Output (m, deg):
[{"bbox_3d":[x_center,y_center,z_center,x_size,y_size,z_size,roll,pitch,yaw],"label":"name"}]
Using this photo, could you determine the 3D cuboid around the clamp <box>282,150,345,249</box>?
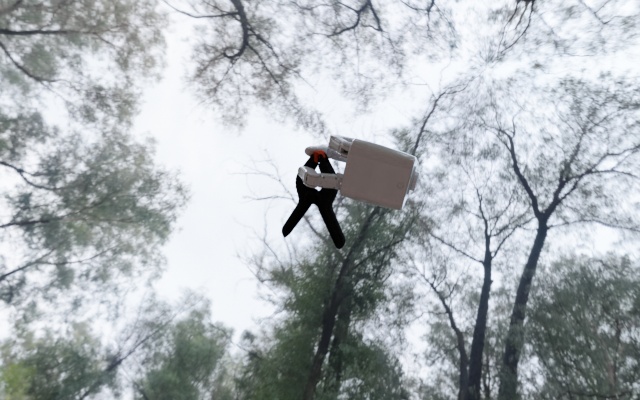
[{"bbox_3d":[0.000,0.002,0.830,0.120,0.171,0.039,17,20,13],"label":"clamp"}]
